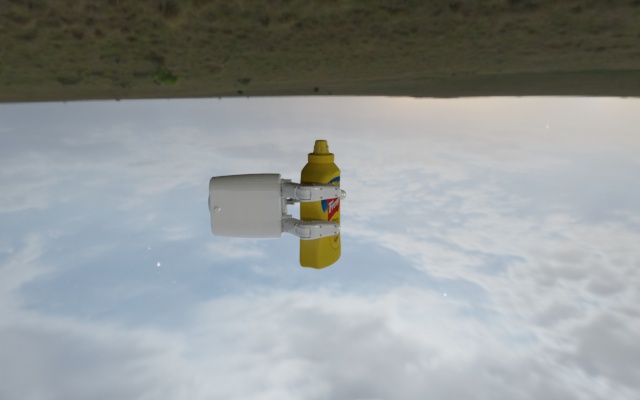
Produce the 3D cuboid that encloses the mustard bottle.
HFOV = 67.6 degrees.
[{"bbox_3d":[0.000,0.003,0.740,0.058,0.192,0.096,5,13,24],"label":"mustard bottle"}]
